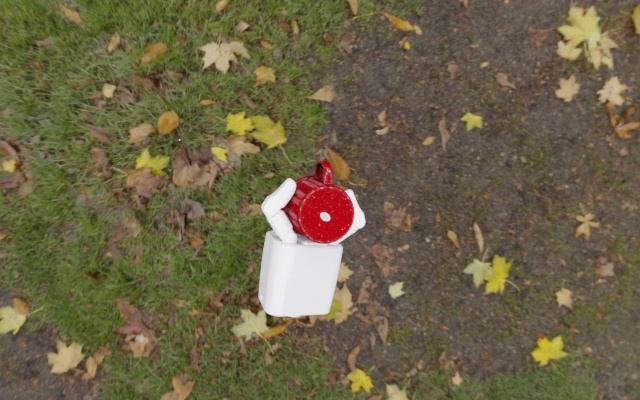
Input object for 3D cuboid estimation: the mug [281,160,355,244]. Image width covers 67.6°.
[{"bbox_3d":[0.000,0.001,0.671,0.093,0.117,0.081,8,6,-17],"label":"mug"}]
